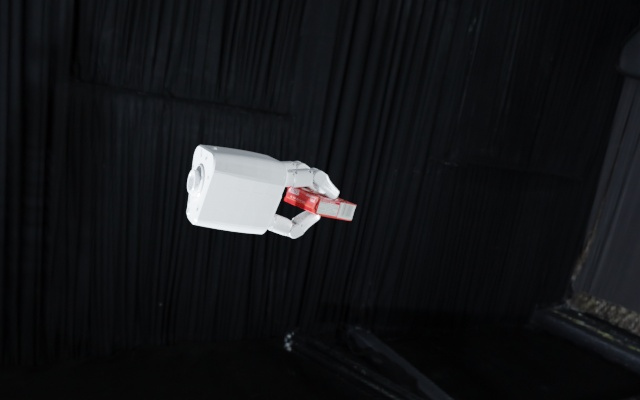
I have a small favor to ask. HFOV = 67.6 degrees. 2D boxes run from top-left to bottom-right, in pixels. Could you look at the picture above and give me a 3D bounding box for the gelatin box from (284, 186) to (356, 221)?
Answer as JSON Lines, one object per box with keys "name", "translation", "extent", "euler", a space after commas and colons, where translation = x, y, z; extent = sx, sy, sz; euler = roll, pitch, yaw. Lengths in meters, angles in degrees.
{"name": "gelatin box", "translation": [0.000, 0.003, 0.749], "extent": [0.089, 0.030, 0.073], "euler": [12, 8, -46]}
